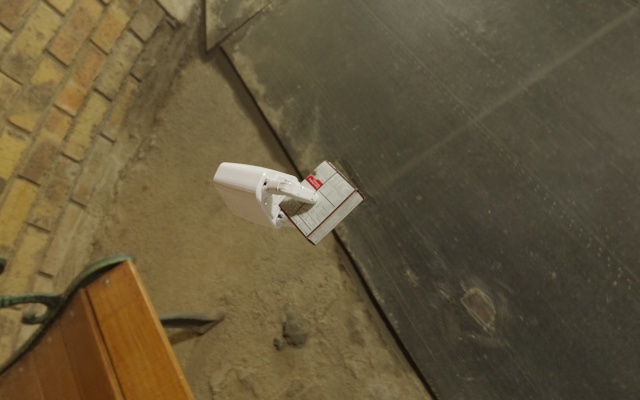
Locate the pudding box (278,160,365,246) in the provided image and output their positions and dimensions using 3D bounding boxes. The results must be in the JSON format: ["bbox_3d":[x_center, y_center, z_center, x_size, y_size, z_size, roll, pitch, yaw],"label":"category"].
[{"bbox_3d":[0.000,0.002,0.765,0.090,0.113,0.039,47,2,36],"label":"pudding box"}]
